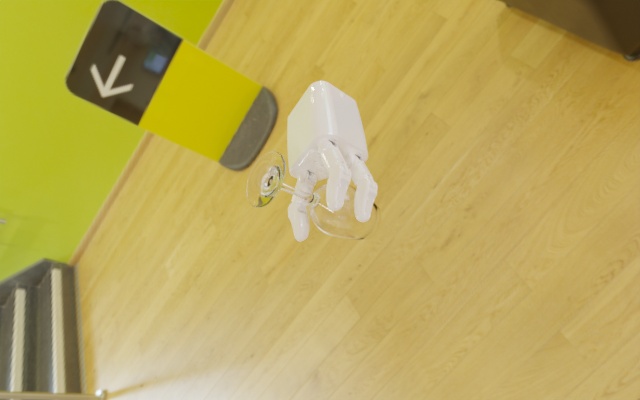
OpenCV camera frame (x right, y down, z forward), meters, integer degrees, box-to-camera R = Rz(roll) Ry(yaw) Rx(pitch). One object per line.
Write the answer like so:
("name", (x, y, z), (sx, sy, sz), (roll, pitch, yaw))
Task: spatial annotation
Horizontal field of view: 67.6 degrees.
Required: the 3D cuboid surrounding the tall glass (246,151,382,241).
("tall glass", (0.000, 0.002, 0.658), (0.201, 0.079, 0.079), (23, -16, -41))
